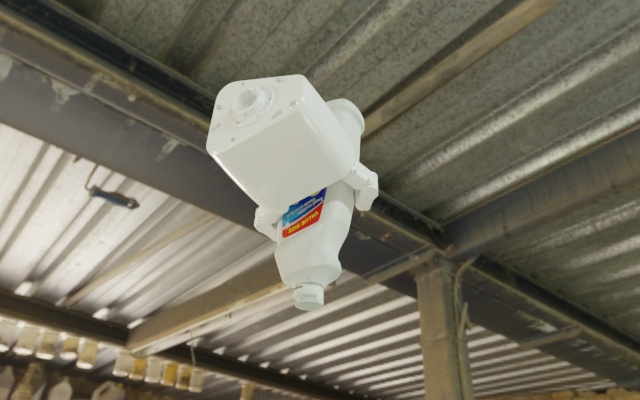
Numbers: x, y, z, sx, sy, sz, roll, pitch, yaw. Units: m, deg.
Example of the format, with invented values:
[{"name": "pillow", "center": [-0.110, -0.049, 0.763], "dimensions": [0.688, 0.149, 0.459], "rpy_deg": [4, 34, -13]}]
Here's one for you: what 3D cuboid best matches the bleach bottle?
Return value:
[{"name": "bleach bottle", "center": [0.000, 0.002, 0.557], "dimensions": [0.102, 0.250, 0.068], "rpy_deg": [-14, -36, 24]}]
